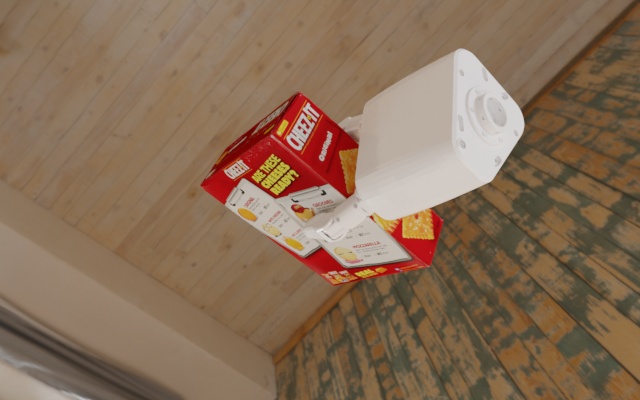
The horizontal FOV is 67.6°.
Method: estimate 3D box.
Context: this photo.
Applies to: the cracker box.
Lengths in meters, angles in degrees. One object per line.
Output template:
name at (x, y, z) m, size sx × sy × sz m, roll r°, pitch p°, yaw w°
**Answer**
cracker box at (0.000, 0.002, 0.524) m, size 0.214 × 0.072 × 0.164 m, roll 40°, pitch -35°, yaw -20°
